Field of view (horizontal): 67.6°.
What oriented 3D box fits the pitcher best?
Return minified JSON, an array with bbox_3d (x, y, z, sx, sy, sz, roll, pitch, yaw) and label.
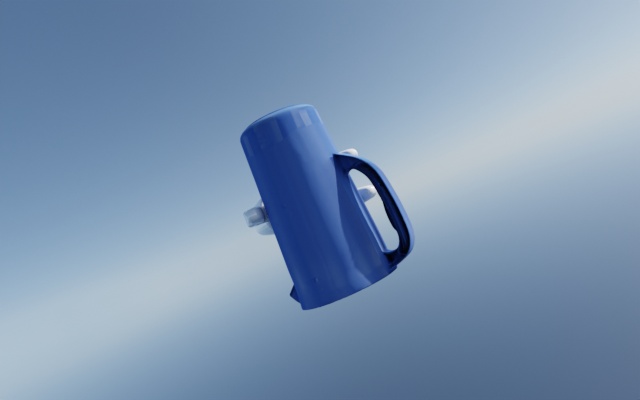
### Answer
[{"bbox_3d":[0.000,0.002,0.609,0.149,0.243,0.145,-23,-3,-18],"label":"pitcher"}]
